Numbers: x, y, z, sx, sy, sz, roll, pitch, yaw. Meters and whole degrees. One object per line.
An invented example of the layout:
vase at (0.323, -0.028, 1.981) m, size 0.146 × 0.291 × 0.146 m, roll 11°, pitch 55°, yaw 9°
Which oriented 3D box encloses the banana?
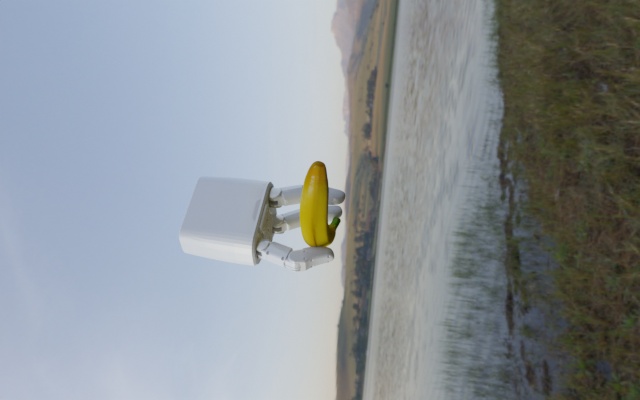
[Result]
banana at (-0.003, 0.020, 0.612) m, size 0.037 × 0.069 × 0.198 m, roll 9°, pitch -21°, yaw 10°
